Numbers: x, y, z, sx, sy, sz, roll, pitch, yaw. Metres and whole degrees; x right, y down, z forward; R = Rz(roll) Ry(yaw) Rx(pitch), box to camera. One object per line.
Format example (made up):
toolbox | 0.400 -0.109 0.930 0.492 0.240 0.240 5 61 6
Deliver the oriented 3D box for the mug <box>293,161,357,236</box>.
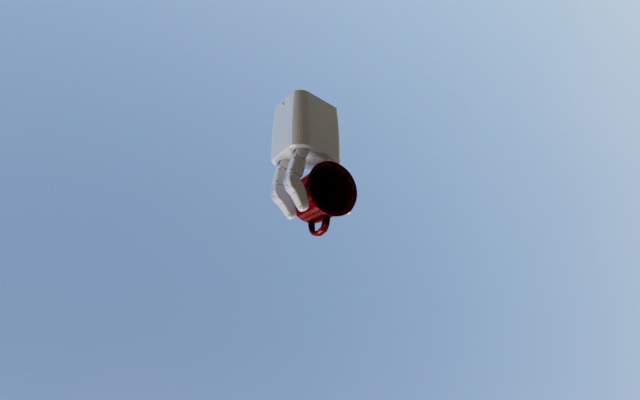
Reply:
mug | 0.000 0.004 0.791 0.093 0.117 0.081 12 -21 -27
